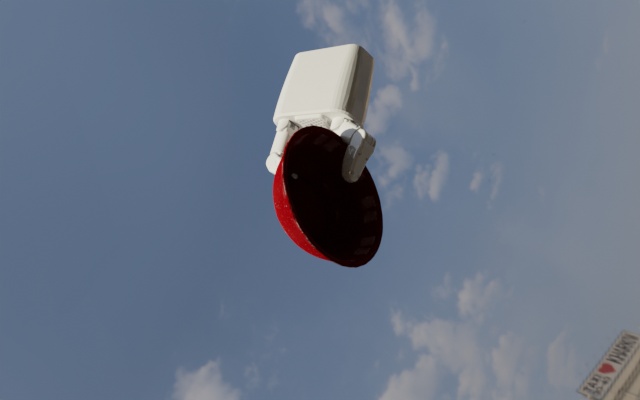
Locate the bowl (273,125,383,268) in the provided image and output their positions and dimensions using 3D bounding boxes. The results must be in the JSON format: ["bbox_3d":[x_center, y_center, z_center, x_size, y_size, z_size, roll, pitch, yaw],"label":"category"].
[{"bbox_3d":[-0.001,0.003,0.528,0.055,0.162,0.162,-24,-15,37],"label":"bowl"}]
